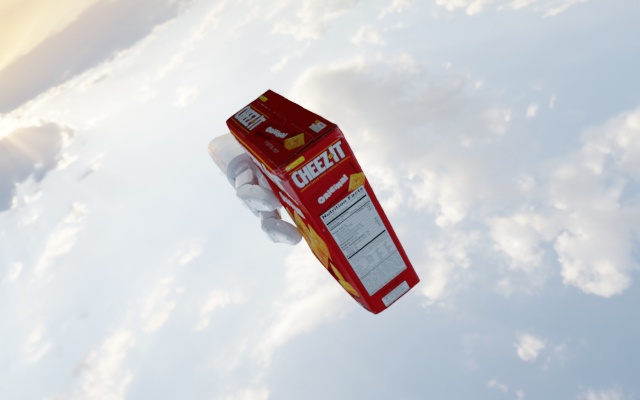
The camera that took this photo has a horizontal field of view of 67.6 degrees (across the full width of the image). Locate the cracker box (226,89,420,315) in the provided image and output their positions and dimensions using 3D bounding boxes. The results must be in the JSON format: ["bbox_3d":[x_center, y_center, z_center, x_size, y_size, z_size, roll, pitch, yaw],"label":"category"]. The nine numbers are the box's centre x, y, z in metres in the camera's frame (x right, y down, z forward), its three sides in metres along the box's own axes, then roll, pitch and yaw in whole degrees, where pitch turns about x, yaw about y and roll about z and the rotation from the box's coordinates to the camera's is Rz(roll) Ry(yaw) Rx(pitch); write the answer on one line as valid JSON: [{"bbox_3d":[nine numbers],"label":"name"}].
[{"bbox_3d":[0.000,0.002,0.509,0.072,0.214,0.164,-38,34,-8],"label":"cracker box"}]
